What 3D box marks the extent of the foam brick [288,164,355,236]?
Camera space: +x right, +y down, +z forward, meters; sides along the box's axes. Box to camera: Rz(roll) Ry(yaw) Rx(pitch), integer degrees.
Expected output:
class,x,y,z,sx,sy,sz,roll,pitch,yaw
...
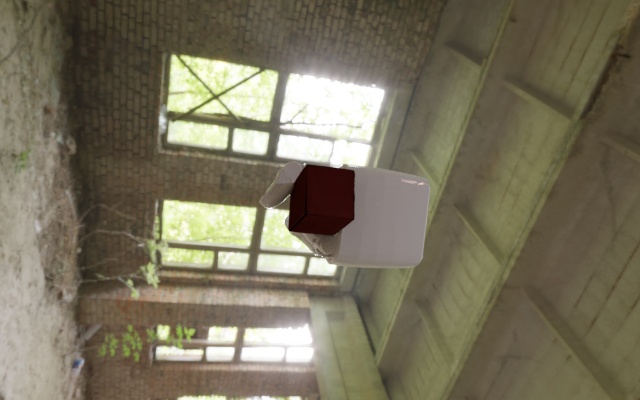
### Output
class,x,y,z,sx,sy,sz,roll,pitch,yaw
foam brick,0.000,0.002,0.494,0.051,0.053,0.078,7,-17,-14
